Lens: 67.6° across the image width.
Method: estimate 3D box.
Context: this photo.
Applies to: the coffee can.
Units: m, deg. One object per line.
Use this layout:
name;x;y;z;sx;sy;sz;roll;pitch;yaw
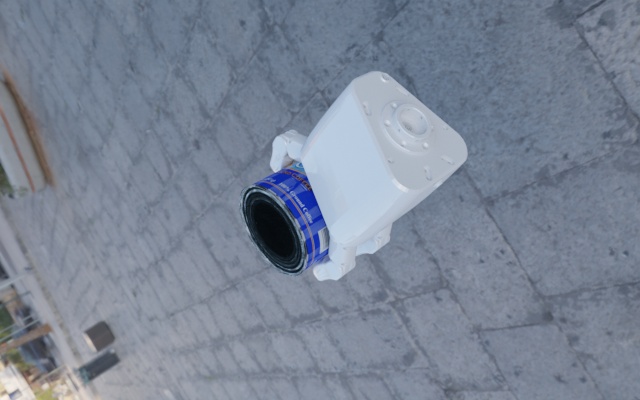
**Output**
coffee can;0.000;0.002;0.511;0.140;0.103;0.103;-31;18;-34
